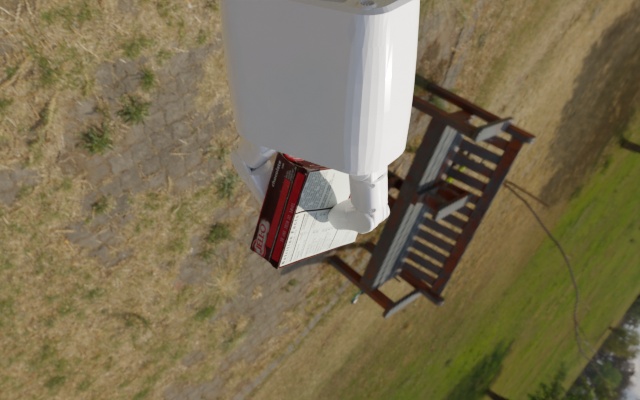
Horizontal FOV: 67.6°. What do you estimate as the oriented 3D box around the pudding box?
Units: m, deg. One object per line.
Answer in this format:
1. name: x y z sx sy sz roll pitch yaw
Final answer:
1. pudding box: 0.000 0.001 0.405 0.039 0.090 0.113 35 27 31
